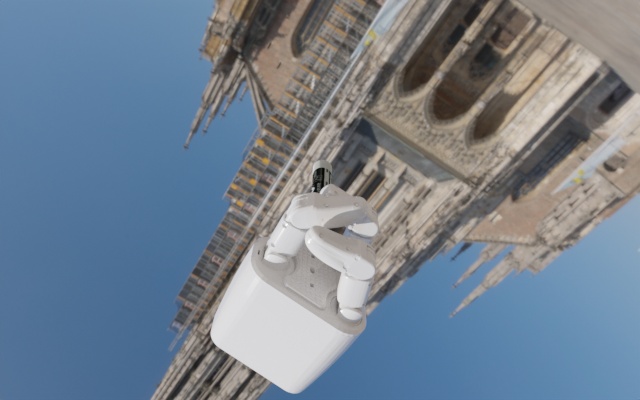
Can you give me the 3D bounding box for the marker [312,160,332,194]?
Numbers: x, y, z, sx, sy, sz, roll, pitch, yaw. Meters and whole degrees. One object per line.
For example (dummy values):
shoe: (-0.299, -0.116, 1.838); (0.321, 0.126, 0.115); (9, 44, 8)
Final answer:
marker: (0.000, 0.001, 0.424); (0.020, 0.020, 0.121); (0, 34, 2)
